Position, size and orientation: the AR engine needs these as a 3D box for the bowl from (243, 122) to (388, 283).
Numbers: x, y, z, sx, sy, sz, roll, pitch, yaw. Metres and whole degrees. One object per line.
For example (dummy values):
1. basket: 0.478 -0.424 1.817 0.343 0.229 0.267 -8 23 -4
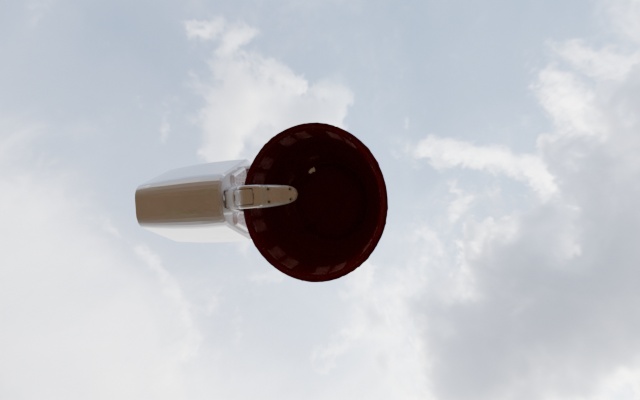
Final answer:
1. bowl: 0.001 0.002 0.504 0.162 0.162 0.055 0 1 24
